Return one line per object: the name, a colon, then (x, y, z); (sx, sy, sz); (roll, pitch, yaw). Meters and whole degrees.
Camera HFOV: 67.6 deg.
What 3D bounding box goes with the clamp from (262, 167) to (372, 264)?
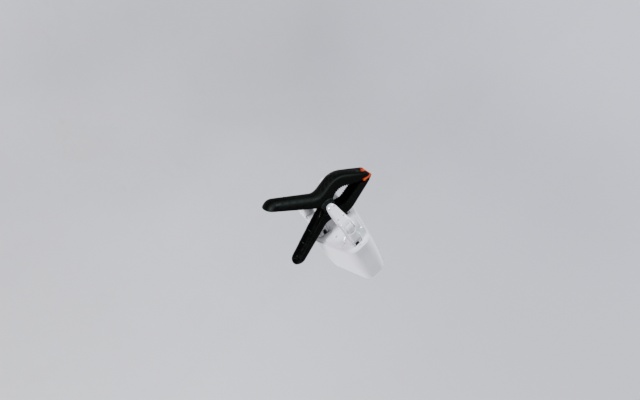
clamp: (0.001, 0.003, 0.842); (0.036, 0.210, 0.165); (40, -12, 42)
